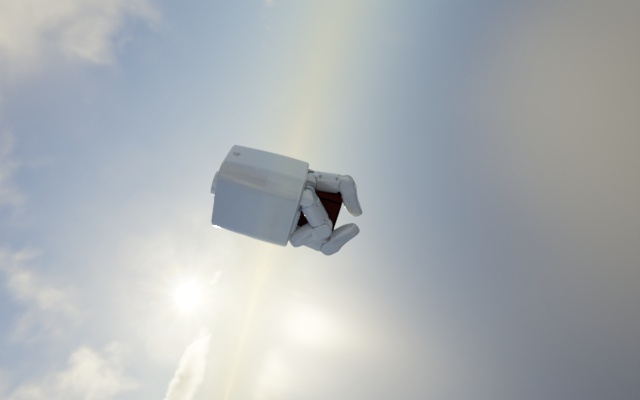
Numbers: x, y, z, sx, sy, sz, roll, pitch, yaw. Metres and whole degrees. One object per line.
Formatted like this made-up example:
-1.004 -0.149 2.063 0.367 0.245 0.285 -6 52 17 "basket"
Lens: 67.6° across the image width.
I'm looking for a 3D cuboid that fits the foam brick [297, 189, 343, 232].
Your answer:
0.000 0.002 0.671 0.051 0.053 0.078 15 25 -4 "foam brick"
